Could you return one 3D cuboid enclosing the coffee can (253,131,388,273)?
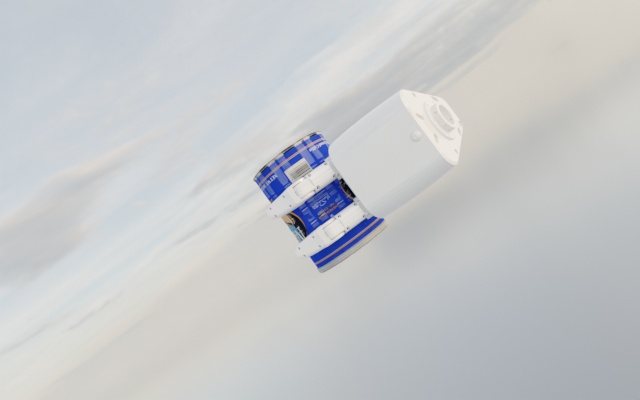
[{"bbox_3d":[0.000,0.002,0.583,0.103,0.140,0.103,-36,-2,-1],"label":"coffee can"}]
